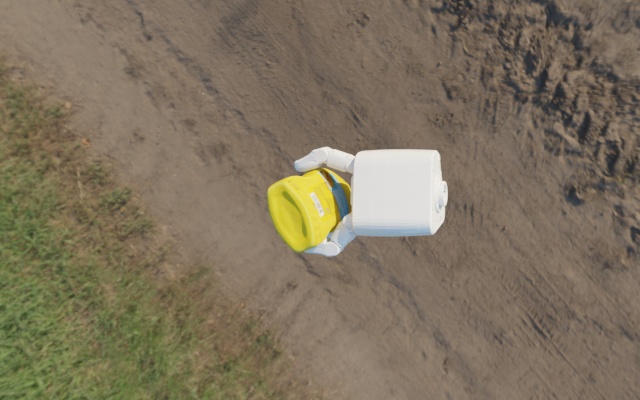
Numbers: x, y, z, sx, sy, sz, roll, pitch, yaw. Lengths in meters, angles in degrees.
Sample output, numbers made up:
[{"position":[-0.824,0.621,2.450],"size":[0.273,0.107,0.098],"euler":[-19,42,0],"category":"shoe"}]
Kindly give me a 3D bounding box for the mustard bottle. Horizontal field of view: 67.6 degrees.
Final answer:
[{"position":[0.000,0.002,0.686],"size":[0.058,0.096,0.191],"euler":[-26,0,27],"category":"mustard bottle"}]
